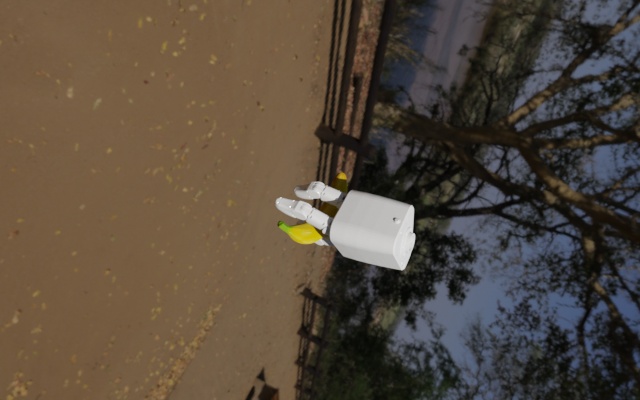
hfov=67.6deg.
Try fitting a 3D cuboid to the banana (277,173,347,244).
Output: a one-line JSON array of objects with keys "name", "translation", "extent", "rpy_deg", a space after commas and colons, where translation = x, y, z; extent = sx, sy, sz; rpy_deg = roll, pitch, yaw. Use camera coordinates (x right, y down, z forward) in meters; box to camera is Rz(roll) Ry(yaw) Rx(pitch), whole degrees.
[{"name": "banana", "translation": [0.003, 0.021, 0.821], "extent": [0.037, 0.070, 0.197], "rpy_deg": [0, 27, 35]}]
